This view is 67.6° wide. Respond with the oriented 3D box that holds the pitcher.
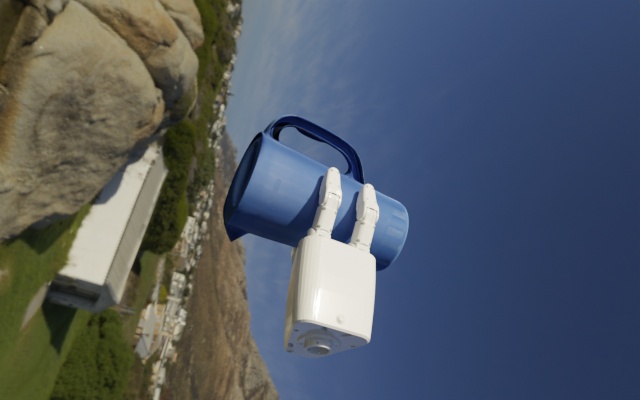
[{"bbox_3d":[0.000,0.002,0.660,0.243,0.145,0.149,22,-42,-19],"label":"pitcher"}]
